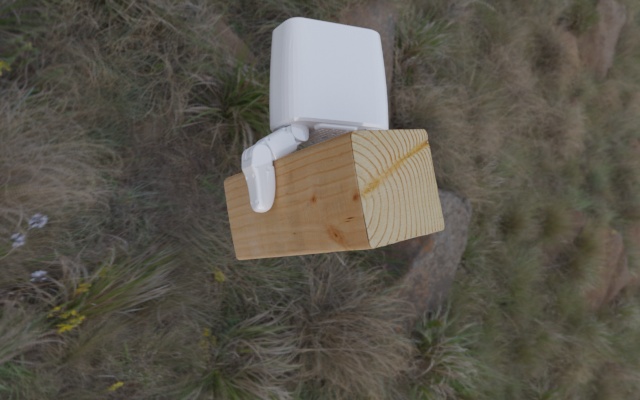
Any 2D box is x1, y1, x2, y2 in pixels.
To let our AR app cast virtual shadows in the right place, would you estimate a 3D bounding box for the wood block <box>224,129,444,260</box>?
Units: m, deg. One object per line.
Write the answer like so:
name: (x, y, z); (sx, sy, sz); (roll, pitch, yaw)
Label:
wood block: (0.000, 0.001, 0.455); (0.091, 0.090, 0.206); (-8, -3, -38)
